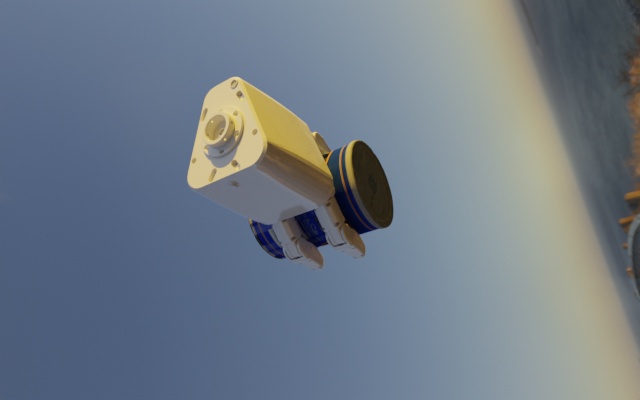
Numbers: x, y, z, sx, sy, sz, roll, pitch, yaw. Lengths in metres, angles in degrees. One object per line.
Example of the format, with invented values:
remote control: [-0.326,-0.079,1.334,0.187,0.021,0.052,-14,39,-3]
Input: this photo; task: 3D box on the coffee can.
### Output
coffee can: [0.000,0.002,0.559,0.140,0.103,0.103,-20,-9,26]
